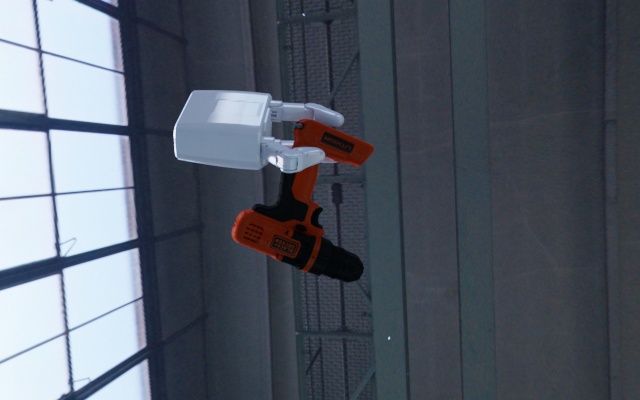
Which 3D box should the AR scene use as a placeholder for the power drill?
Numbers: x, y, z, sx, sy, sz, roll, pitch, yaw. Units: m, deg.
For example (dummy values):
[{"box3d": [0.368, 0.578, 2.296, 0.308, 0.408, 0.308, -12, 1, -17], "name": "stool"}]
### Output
[{"box3d": [0.000, 0.002, 0.624, 0.184, 0.187, 0.057, 22, 2, -14], "name": "power drill"}]
